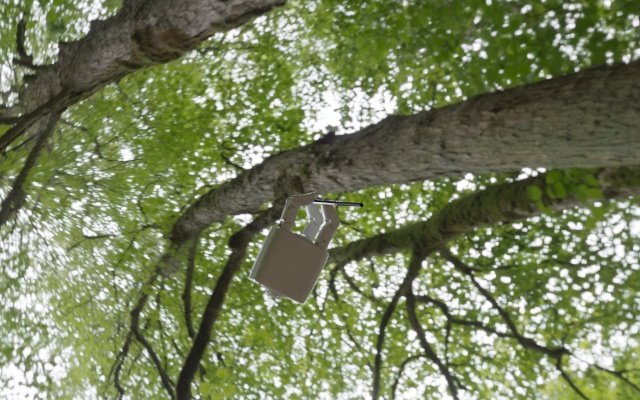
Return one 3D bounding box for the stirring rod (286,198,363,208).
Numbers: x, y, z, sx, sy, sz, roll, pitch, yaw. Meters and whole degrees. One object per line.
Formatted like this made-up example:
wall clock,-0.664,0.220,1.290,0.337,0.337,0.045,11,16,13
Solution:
stirring rod,0.000,0.003,0.886,0.011,0.011,0.239,0,2,-34
